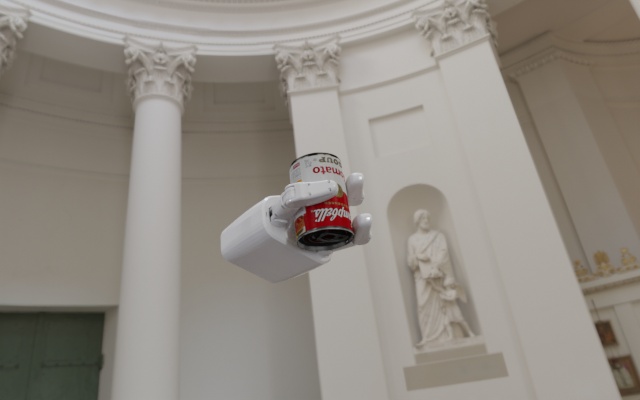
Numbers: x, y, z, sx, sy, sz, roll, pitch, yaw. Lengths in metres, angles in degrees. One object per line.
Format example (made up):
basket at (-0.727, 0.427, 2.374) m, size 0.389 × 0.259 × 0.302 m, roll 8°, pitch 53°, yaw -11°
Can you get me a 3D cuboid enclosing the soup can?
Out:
soup can at (0.000, 0.001, 0.578) m, size 0.068 × 0.102 × 0.068 m, roll -6°, pitch -26°, yaw -3°
